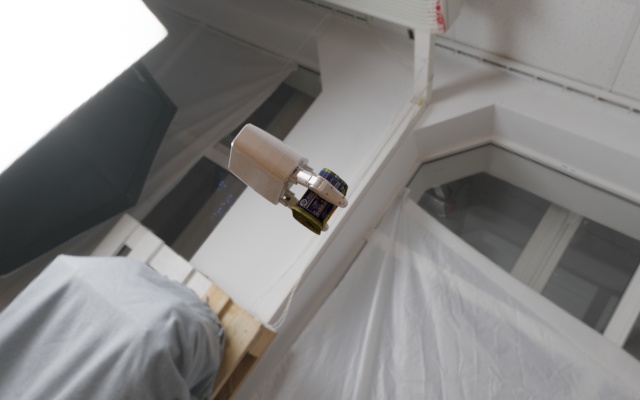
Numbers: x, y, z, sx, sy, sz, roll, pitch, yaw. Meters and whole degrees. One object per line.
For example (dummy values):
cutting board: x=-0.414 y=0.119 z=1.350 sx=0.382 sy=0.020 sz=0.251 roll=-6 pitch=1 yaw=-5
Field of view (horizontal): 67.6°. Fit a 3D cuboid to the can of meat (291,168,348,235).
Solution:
can of meat: x=0.000 y=0.002 z=0.781 sx=0.057 sy=0.084 sz=0.102 roll=34 pitch=-12 yaw=6
